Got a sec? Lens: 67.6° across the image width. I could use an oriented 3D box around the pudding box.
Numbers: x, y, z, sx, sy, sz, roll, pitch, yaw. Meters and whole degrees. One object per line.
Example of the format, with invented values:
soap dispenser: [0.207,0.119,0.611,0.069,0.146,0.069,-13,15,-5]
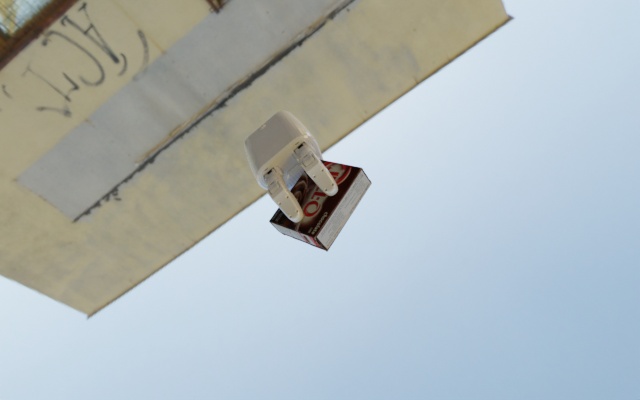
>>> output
pudding box: [0.000,0.002,0.619,0.090,0.113,0.039,15,-24,45]
